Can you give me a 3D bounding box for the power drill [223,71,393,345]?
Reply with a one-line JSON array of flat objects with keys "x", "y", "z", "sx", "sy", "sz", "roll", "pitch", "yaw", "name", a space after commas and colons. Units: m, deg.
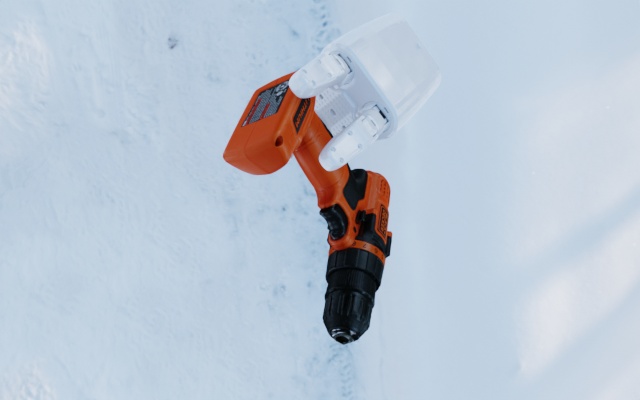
[{"x": 0.000, "y": 0.001, "z": 0.405, "sx": 0.057, "sy": 0.184, "sz": 0.188, "roll": -15, "pitch": -50, "yaw": 27, "name": "power drill"}]
